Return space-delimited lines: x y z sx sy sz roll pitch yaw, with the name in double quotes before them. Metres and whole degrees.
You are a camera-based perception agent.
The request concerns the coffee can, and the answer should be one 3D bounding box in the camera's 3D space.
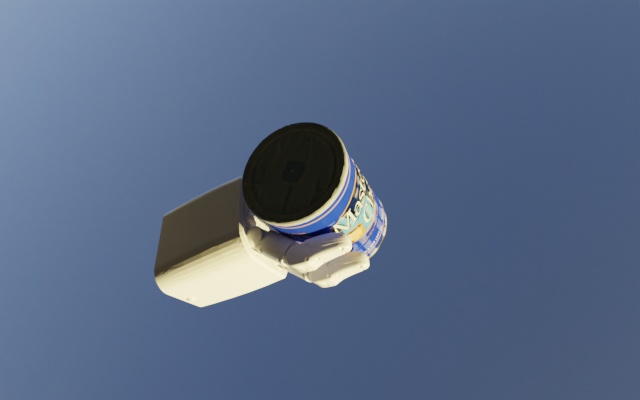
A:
"coffee can" 0.000 0.001 0.483 0.103 0.102 0.140 0 -24 24
